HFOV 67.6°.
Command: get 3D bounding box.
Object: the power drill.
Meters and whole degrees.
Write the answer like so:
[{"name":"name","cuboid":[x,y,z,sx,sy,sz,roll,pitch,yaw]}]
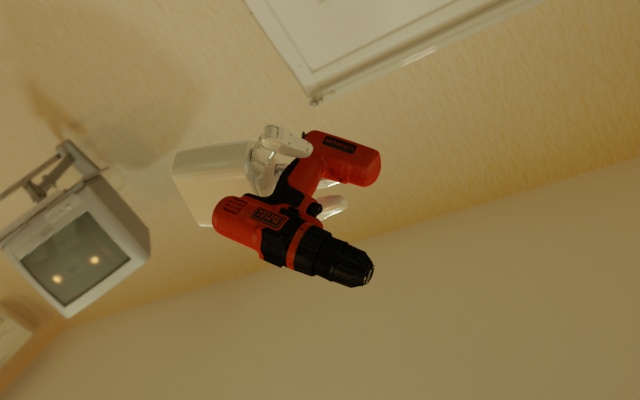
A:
[{"name":"power drill","cuboid":[0.000,0.001,0.540,0.184,0.057,0.187,22,45,17]}]
